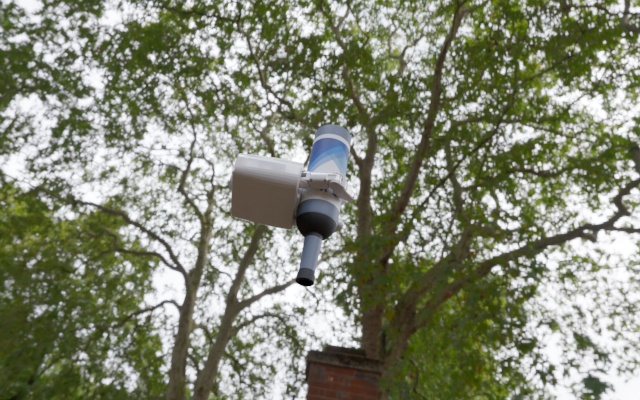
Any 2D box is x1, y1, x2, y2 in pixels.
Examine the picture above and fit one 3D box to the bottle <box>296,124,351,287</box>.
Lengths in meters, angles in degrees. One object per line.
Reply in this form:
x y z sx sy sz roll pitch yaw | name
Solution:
0.000 0.002 0.778 0.069 0.295 0.069 7 -36 5 | bottle
